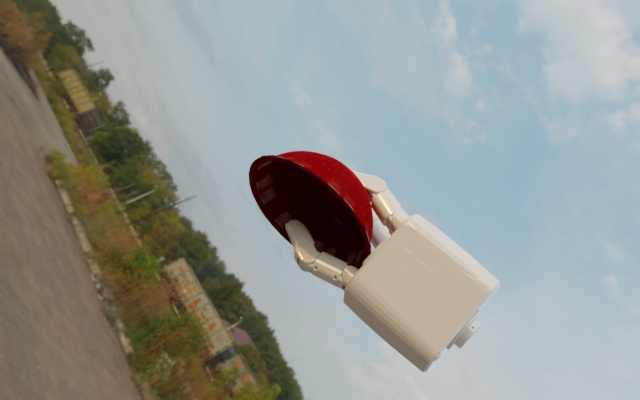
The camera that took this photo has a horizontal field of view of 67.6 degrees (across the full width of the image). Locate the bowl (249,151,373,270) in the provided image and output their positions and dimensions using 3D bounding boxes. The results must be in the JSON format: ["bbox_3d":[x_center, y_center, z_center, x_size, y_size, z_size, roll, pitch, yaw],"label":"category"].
[{"bbox_3d":[-0.001,0.001,0.518,0.162,0.162,0.055,0,40,50],"label":"bowl"}]
